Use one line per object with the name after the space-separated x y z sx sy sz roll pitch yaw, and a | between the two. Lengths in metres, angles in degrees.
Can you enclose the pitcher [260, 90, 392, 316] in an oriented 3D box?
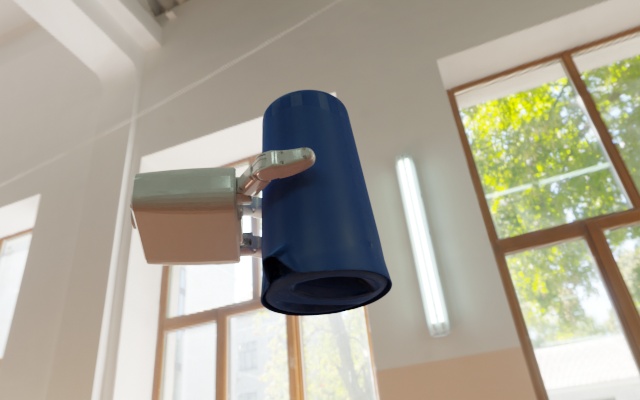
0.000 0.002 0.544 0.145 0.242 0.149 -3 -30 -7 | pitcher
